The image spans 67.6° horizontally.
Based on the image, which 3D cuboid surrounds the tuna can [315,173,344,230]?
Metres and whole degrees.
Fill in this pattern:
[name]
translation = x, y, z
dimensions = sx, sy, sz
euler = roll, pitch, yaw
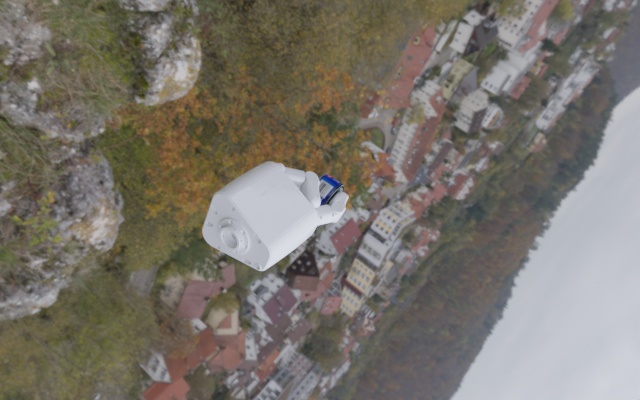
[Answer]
[tuna can]
translation = 0.001, 0.003, 0.738
dimensions = 0.033, 0.086, 0.086
euler = 33, 8, 12
